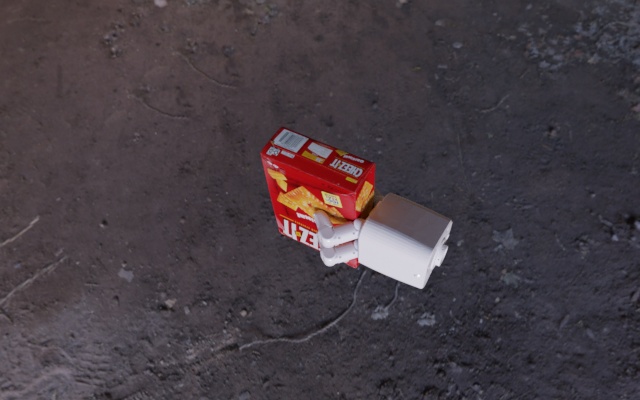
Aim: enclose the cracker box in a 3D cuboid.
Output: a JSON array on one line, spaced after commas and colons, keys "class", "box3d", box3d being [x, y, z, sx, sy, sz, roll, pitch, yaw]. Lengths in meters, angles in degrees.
[{"class": "cracker box", "box3d": [0.000, 0.002, 0.765, 0.164, 0.072, 0.214, 24, -32, 21]}]
